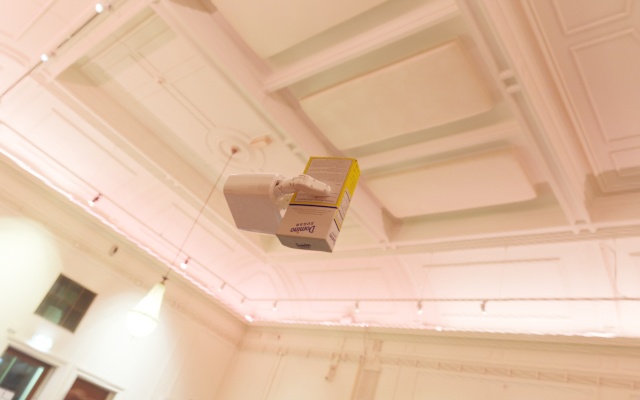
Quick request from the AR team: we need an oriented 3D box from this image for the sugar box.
[{"bbox_3d":[0.000,0.003,0.811,0.093,0.176,0.048,4,-35,26],"label":"sugar box"}]
